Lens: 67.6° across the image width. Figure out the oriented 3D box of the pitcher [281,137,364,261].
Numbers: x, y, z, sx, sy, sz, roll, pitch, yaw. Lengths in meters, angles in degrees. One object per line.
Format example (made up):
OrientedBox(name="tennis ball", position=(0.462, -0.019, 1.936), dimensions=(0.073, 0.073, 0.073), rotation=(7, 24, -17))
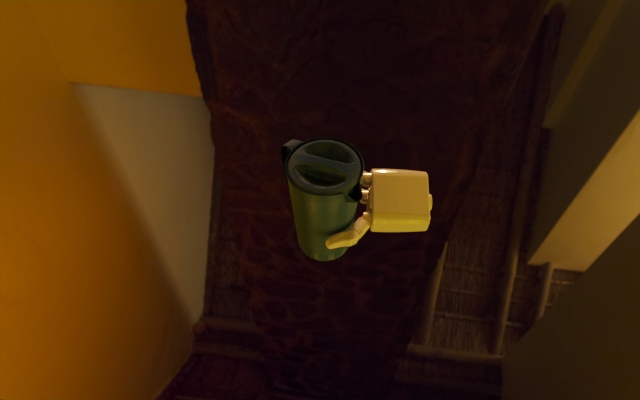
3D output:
OrientedBox(name="pitcher", position=(0.000, 0.003, 0.895), dimensions=(0.145, 0.149, 0.243), rotation=(0, -37, 0))
